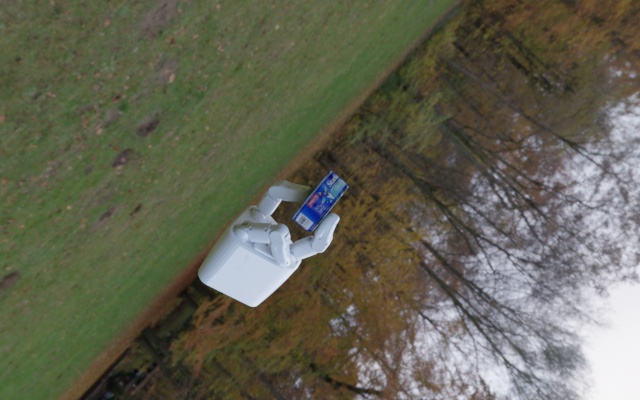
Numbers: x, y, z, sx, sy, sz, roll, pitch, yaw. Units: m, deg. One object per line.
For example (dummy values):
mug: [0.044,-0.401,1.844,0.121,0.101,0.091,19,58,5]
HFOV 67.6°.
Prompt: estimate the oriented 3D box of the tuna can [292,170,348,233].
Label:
tuna can: [0.001,0.002,0.655,0.034,0.086,0.086,39,0,1]
